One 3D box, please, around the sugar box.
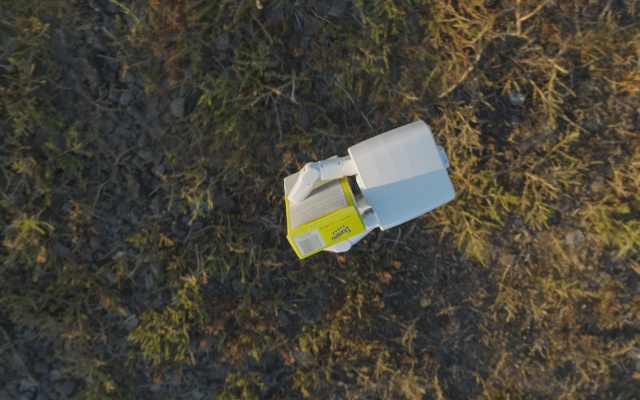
[{"bbox_3d":[0.000,0.003,0.660,0.093,0.048,0.176,-23,24,7],"label":"sugar box"}]
